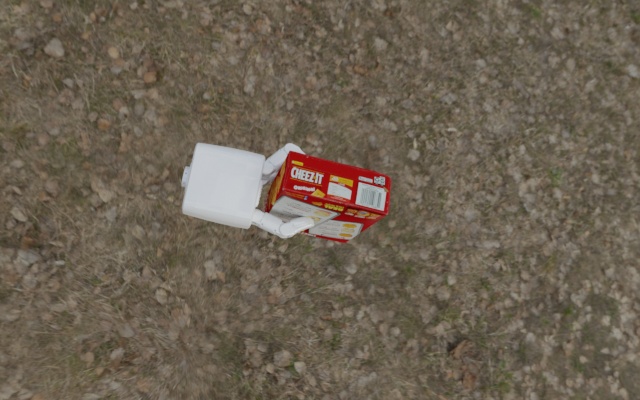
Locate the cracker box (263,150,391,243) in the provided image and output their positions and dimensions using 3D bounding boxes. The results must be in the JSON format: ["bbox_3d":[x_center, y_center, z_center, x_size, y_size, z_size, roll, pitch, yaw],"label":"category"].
[{"bbox_3d":[0.000,0.003,0.791,0.164,0.072,0.214,13,-19,-11],"label":"cracker box"}]
